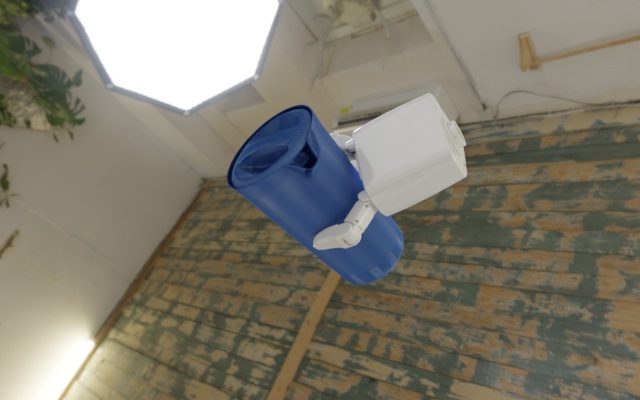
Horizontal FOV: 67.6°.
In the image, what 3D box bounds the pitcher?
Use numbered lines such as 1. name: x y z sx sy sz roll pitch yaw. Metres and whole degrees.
1. pitcher: 0.000 0.002 0.633 0.145 0.149 0.243 -28 -55 24
